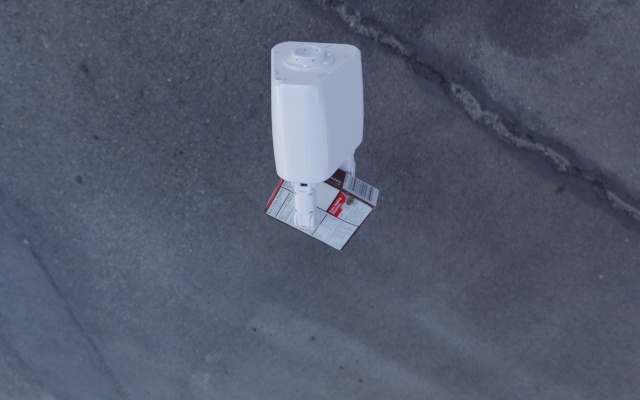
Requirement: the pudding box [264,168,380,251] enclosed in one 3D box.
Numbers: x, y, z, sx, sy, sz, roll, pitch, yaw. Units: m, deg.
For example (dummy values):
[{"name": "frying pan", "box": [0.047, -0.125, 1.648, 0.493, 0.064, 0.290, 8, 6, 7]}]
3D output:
[{"name": "pudding box", "box": [0.000, 0.002, 0.577, 0.113, 0.090, 0.039, 28, 40, -7]}]
